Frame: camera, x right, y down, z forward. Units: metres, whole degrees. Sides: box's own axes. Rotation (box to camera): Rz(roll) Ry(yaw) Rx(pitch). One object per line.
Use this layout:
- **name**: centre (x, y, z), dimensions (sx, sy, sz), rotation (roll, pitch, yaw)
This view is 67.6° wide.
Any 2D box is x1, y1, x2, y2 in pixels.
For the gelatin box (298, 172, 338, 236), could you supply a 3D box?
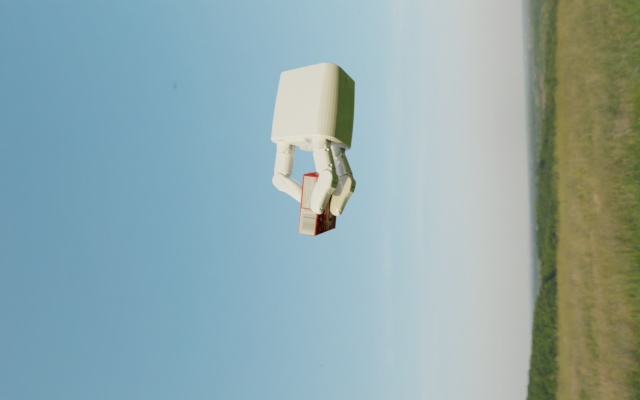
- **gelatin box**: centre (0.000, 0.003, 0.697), dimensions (0.030, 0.089, 0.073), rotation (9, 10, 24)
